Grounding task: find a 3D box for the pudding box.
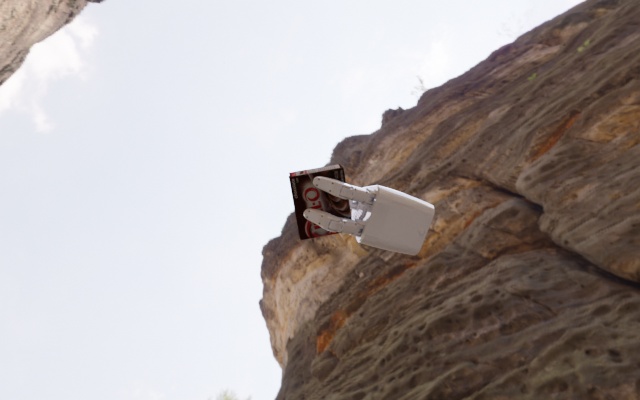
[{"bbox_3d":[0.000,0.003,0.784,0.090,0.113,0.039,-11,15,-4],"label":"pudding box"}]
